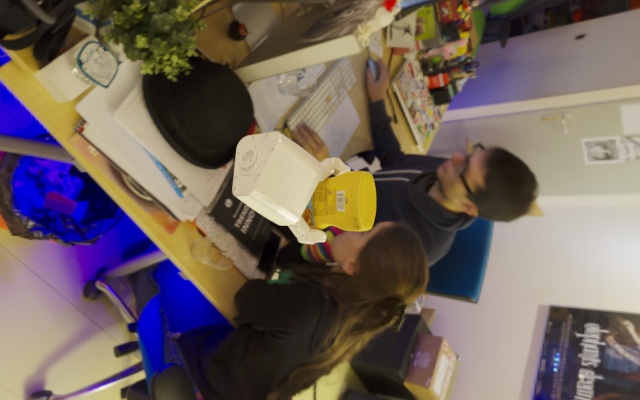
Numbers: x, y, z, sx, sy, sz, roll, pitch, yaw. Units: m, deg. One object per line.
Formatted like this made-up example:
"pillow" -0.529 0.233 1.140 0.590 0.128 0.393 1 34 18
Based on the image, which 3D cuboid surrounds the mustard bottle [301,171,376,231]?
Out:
"mustard bottle" 0.001 0.003 0.814 0.191 0.096 0.058 -1 -1 38
